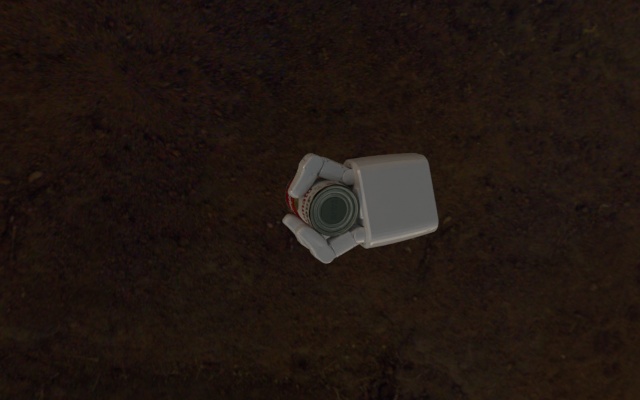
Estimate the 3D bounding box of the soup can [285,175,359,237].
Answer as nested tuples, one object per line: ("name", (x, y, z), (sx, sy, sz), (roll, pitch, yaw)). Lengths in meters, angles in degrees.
("soup can", (0.000, 0.002, 0.627), (0.068, 0.068, 0.102), (0, 13, -21))
